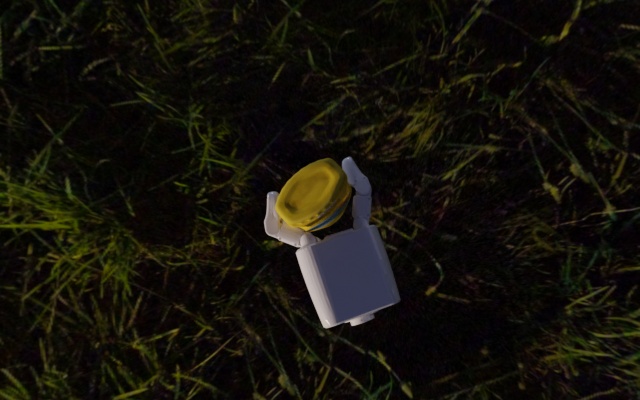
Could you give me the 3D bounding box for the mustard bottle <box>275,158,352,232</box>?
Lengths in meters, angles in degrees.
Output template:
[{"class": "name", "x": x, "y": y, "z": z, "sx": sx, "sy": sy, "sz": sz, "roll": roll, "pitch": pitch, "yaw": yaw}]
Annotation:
[{"class": "mustard bottle", "x": 0.000, "y": 0.002, "z": 0.670, "sx": 0.096, "sy": 0.058, "sz": 0.192, "roll": -44, "pitch": -12, "yaw": 0}]
